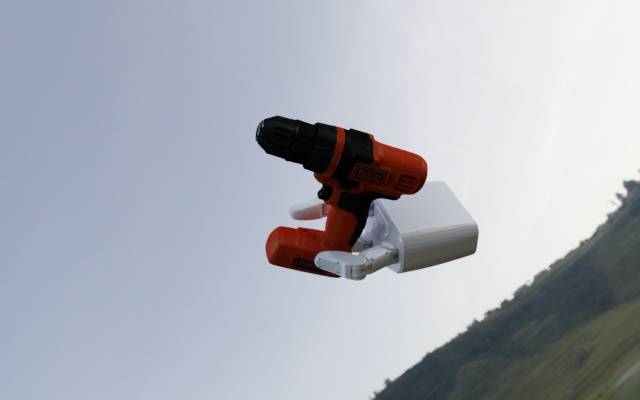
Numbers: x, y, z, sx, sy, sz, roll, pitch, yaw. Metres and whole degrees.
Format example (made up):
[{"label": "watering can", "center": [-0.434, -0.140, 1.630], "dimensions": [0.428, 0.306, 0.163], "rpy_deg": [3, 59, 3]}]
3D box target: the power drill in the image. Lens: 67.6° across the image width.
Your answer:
[{"label": "power drill", "center": [0.000, 0.002, 0.529], "dimensions": [0.184, 0.188, 0.057], "rpy_deg": [15, 41, -14]}]
